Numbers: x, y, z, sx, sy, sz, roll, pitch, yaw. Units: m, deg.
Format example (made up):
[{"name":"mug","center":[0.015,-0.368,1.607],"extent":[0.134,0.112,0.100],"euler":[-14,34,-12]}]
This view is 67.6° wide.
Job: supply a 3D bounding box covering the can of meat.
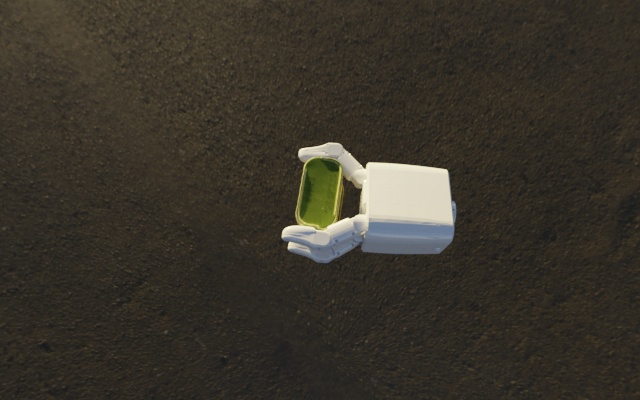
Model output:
[{"name":"can of meat","center":[0.000,0.002,0.636],"extent":[0.057,0.102,0.084],"euler":[8,-18,3]}]
